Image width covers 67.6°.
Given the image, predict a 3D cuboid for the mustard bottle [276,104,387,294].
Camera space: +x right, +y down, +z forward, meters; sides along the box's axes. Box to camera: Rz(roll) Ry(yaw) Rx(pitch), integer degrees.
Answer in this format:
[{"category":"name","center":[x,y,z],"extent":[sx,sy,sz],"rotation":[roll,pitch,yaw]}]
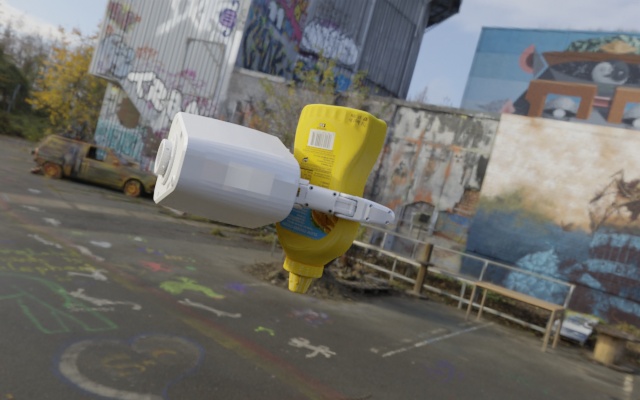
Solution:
[{"category":"mustard bottle","center":[0.000,0.001,0.491],"extent":[0.096,0.191,0.058],"rotation":[16,2,38]}]
